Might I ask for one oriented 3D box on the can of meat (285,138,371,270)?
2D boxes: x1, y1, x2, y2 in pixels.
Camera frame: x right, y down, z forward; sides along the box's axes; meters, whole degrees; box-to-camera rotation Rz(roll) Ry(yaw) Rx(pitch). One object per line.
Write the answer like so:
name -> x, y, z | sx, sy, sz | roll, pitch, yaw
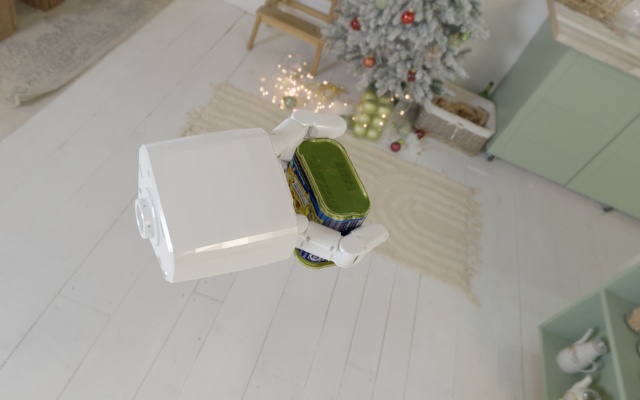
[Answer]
can of meat -> 0.000, 0.001, 0.468 | 0.057, 0.102, 0.084 | -7, -35, -26
